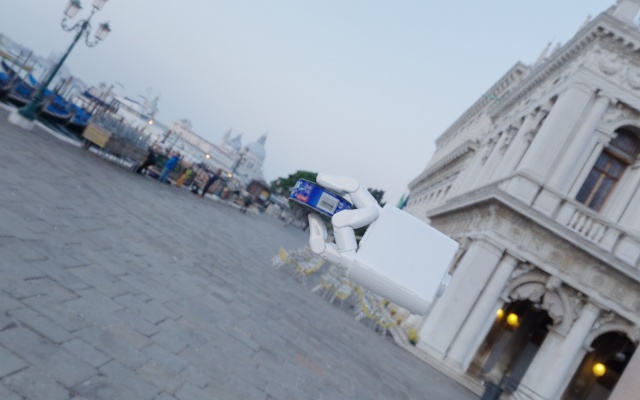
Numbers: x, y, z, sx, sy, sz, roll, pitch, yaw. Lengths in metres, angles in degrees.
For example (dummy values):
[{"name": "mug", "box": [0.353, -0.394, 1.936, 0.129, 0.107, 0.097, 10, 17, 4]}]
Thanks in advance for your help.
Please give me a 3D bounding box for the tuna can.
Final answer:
[{"name": "tuna can", "box": [0.000, 0.002, 0.670, 0.086, 0.034, 0.086, 26, -5, 2]}]
